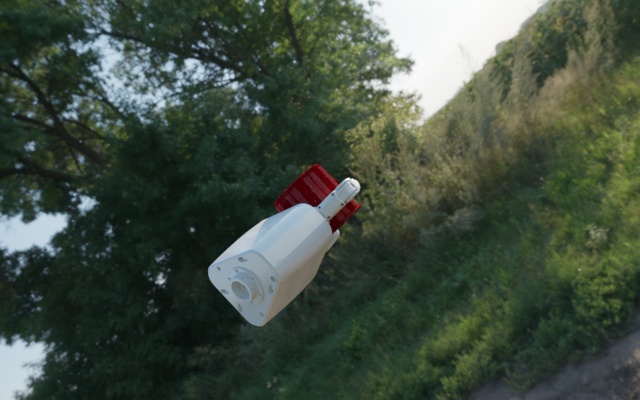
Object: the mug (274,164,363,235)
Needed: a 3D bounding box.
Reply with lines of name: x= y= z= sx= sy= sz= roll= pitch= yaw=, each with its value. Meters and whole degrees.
mug: x=0.001 y=0.001 z=0.637 sx=0.093 sy=0.081 sz=0.117 roll=-45 pitch=-2 yaw=41
